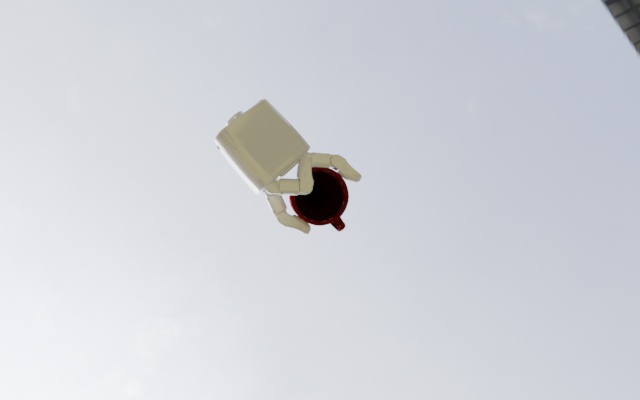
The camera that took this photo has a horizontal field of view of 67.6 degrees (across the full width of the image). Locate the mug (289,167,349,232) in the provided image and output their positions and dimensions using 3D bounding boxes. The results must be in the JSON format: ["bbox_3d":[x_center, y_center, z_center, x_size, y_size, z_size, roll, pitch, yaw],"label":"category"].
[{"bbox_3d":[0.001,0.004,0.788,0.093,0.117,0.081,-42,6,-8],"label":"mug"}]
